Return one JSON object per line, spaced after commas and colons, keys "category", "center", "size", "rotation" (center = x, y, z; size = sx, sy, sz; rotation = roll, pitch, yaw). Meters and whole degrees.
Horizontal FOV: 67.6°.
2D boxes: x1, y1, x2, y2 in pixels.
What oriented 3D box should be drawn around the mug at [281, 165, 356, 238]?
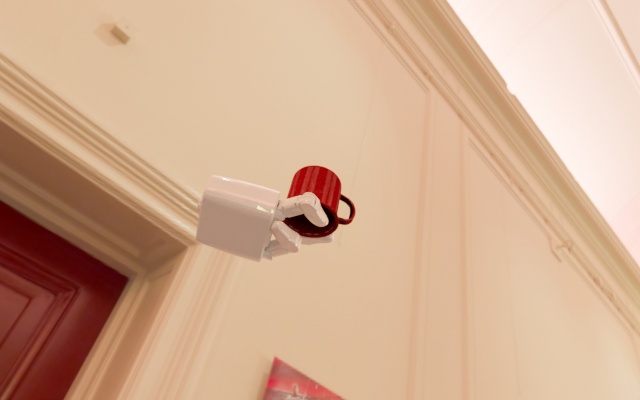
{"category": "mug", "center": [0.002, 0.003, 0.754], "size": [0.117, 0.081, 0.093], "rotation": [17, -42, -4]}
